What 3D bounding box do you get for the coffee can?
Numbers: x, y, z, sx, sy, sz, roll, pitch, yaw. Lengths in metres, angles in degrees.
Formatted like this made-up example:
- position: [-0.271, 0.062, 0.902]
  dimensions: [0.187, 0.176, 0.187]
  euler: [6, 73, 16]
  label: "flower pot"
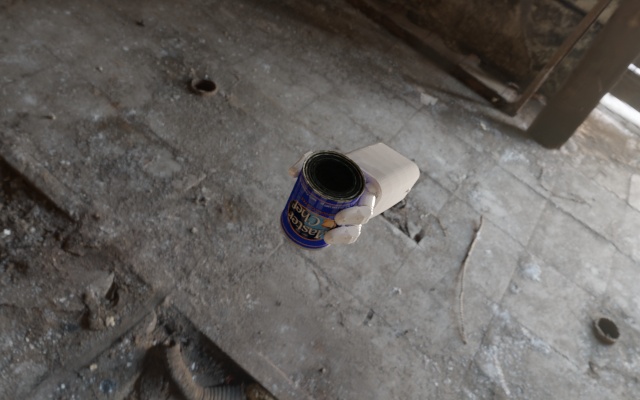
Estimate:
- position: [0.000, 0.003, 0.777]
  dimensions: [0.103, 0.102, 0.140]
  euler: [0, -37, -23]
  label: "coffee can"
